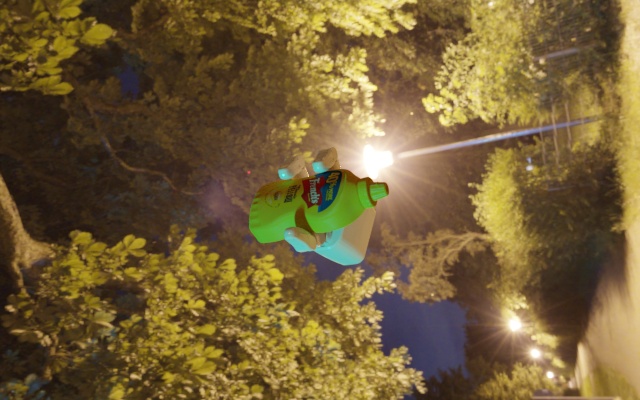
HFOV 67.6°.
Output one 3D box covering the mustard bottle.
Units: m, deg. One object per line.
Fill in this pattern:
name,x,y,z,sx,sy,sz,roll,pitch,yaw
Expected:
mustard bottle,0.000,0.002,0.650,0.191,0.058,0.096,-11,40,25
